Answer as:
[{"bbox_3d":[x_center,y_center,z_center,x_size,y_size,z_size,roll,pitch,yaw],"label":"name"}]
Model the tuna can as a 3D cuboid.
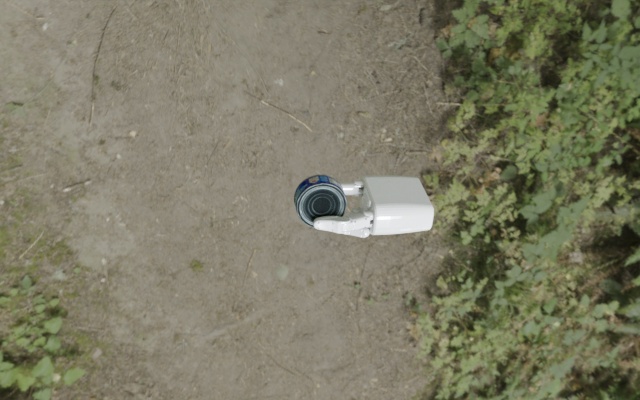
[{"bbox_3d":[0.000,0.003,0.788,0.086,0.086,0.033,0,27,-9],"label":"tuna can"}]
